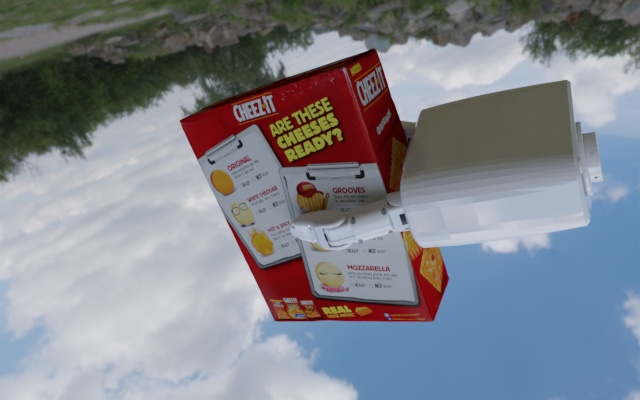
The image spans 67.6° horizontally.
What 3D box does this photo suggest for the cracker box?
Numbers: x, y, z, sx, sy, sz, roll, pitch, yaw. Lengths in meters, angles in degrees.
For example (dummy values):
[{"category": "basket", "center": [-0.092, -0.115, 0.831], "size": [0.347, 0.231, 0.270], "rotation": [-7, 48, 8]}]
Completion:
[{"category": "cracker box", "center": [0.000, 0.002, 0.412], "size": [0.164, 0.214, 0.072], "rotation": [-9, 23, 32]}]
